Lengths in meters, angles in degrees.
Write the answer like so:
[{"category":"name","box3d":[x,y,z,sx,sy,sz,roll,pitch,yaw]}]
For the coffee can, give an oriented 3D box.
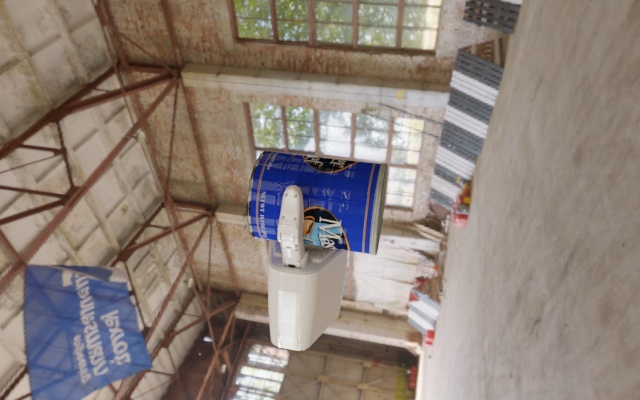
[{"category":"coffee can","box3d":[0.000,0.002,0.540,0.140,0.103,0.103,7,1,10]}]
